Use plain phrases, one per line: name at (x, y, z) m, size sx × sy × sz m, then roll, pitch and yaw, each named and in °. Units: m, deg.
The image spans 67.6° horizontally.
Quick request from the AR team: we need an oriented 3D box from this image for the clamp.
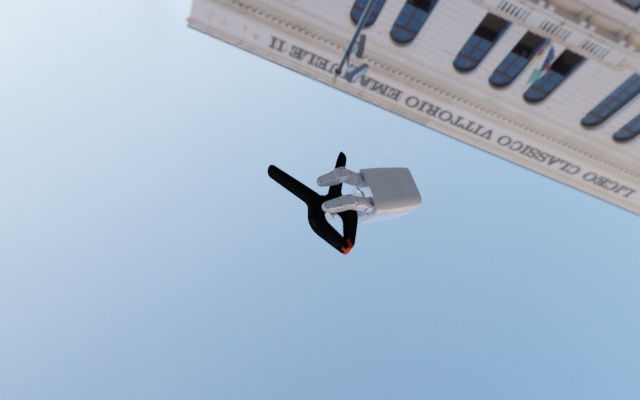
clamp at (0.000, 0.004, 0.875) m, size 0.164 × 0.210 × 0.036 m, roll -7°, pitch -28°, yaw -21°
